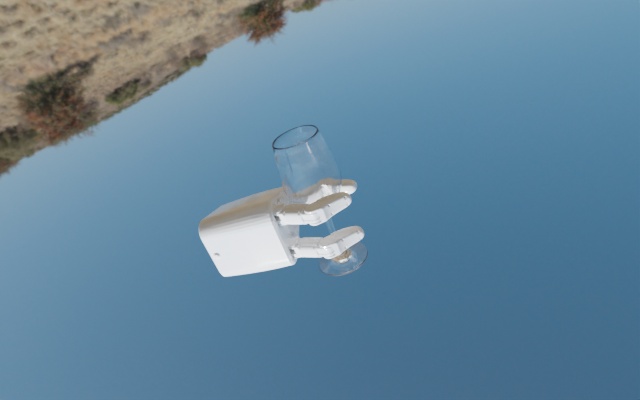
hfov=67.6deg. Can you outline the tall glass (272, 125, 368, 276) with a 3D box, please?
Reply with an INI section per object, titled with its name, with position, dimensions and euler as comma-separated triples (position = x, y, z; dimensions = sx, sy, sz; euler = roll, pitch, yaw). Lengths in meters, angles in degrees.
[tall glass]
position = 0.000, 0.003, 0.640
dimensions = 0.079, 0.201, 0.079
euler = -16, 29, 9
